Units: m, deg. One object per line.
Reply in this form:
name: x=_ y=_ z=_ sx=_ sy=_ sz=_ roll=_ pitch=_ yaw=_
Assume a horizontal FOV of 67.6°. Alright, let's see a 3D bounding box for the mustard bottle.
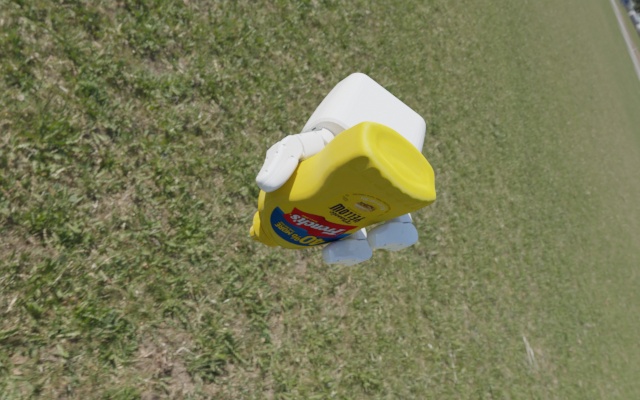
mustard bottle: x=0.000 y=0.002 z=0.435 sx=0.096 sy=0.058 sz=0.192 roll=28 pitch=-39 yaw=-36
